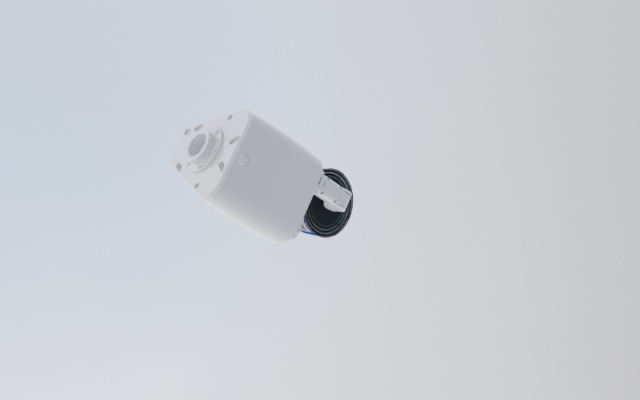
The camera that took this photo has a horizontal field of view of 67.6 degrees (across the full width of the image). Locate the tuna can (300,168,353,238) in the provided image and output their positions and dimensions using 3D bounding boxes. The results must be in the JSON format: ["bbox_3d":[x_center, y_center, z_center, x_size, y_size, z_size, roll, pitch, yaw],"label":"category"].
[{"bbox_3d":[0.000,0.002,0.594,0.086,0.086,0.034,0,5,-44],"label":"tuna can"}]
